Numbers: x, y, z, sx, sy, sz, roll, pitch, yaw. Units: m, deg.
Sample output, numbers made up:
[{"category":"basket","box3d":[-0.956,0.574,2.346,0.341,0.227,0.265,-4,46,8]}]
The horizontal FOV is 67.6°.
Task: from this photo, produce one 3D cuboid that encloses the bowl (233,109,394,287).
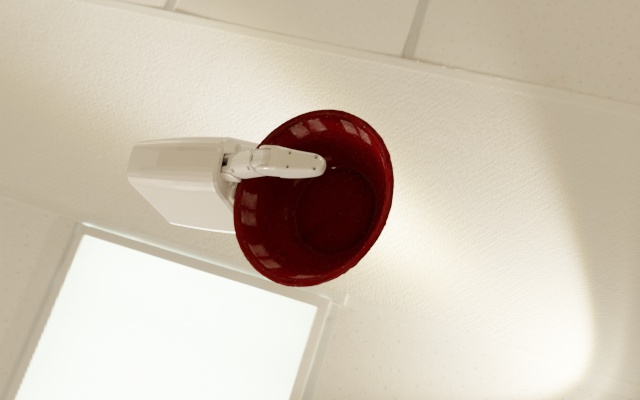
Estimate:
[{"category":"bowl","box3d":[0.001,0.002,0.436,0.162,0.162,0.055,0,-17,31]}]
